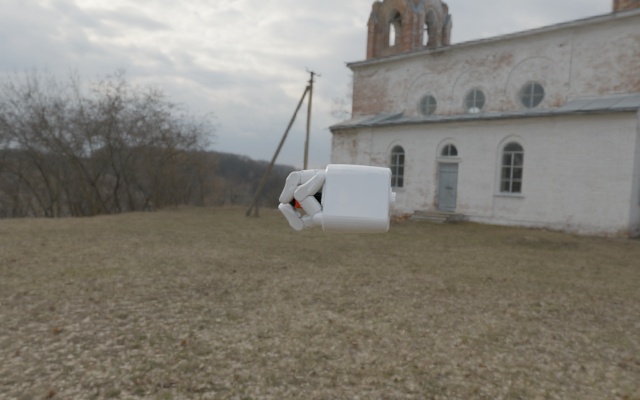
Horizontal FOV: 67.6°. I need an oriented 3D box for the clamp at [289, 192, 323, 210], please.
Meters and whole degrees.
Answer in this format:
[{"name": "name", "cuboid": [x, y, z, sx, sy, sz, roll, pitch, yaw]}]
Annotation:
[{"name": "clamp", "cuboid": [0.000, 0.002, 0.890, 0.120, 0.039, 0.171, 2, 3, 10]}]
